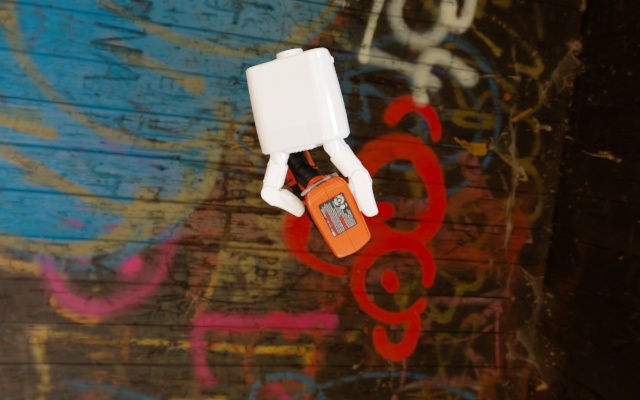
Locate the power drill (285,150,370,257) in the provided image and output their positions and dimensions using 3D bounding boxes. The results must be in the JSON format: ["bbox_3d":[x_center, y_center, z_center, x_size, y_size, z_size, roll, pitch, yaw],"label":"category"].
[{"bbox_3d":[0.000,0.002,0.665,0.057,0.184,0.187,-33,29,-6],"label":"power drill"}]
